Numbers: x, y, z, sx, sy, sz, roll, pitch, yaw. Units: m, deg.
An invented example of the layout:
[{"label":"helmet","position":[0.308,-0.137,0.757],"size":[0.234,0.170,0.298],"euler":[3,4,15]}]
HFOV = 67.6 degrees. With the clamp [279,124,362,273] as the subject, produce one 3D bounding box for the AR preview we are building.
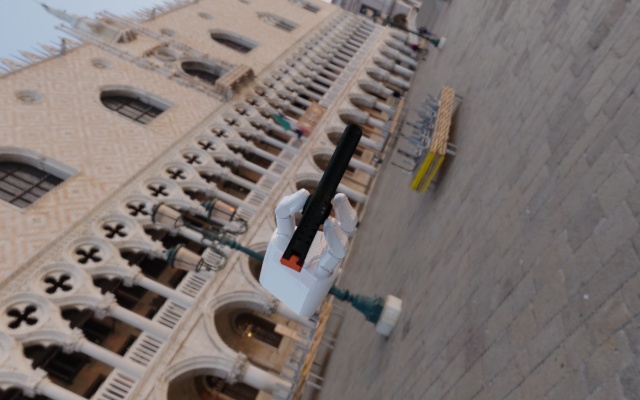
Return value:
[{"label":"clamp","position":[-0.001,0.002,0.637],"size":[0.036,0.165,0.209],"euler":[24,42,2]}]
